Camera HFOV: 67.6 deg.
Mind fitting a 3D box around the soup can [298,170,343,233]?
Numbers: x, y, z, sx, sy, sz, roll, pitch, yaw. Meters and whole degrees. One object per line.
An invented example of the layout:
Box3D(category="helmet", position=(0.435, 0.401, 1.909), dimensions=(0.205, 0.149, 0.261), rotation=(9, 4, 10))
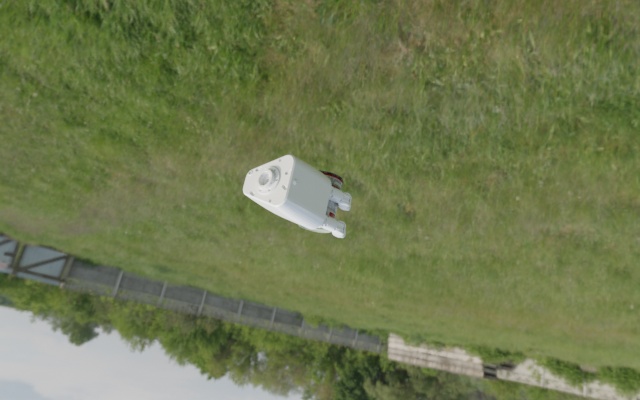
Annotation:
Box3D(category="soup can", position=(0.000, 0.003, 0.897), dimensions=(0.068, 0.102, 0.068), rotation=(11, -17, 3))
